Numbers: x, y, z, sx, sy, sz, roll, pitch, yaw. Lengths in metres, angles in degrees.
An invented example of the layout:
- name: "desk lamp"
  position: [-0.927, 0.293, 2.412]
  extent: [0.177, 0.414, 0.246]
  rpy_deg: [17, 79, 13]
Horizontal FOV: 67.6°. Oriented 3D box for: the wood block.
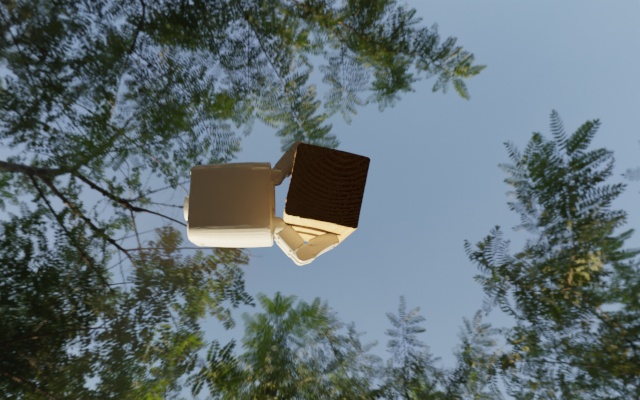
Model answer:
- name: "wood block"
  position: [0.000, 0.002, 0.655]
  extent: [0.090, 0.091, 0.206]
  rpy_deg: [12, -12, -3]
